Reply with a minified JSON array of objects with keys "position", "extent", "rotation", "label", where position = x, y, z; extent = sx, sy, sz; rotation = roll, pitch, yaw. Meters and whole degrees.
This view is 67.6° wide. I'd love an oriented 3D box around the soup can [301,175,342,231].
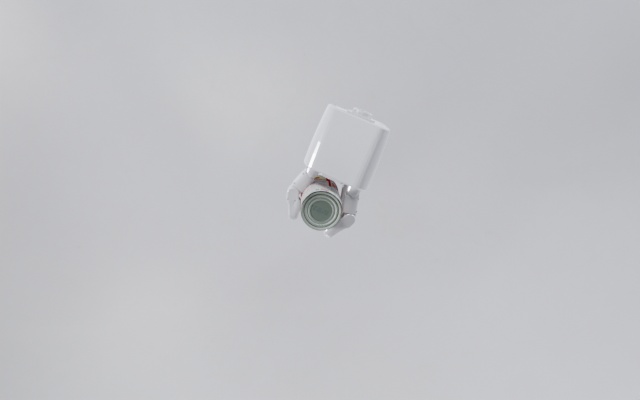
[{"position":[0.000,0.003,0.799],"extent":[0.068,0.068,0.102],"rotation":[0,17,-2],"label":"soup can"}]
